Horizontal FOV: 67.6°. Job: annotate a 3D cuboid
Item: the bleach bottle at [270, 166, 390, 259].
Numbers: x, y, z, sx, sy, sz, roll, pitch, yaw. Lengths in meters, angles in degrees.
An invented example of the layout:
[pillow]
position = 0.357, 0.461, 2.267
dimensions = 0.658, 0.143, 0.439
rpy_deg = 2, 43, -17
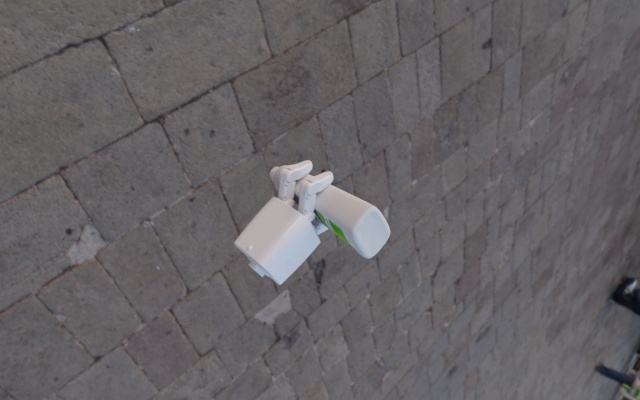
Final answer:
[bleach bottle]
position = 0.000, 0.003, 0.831
dimensions = 0.250, 0.068, 0.103
rpy_deg = 31, -16, 40
